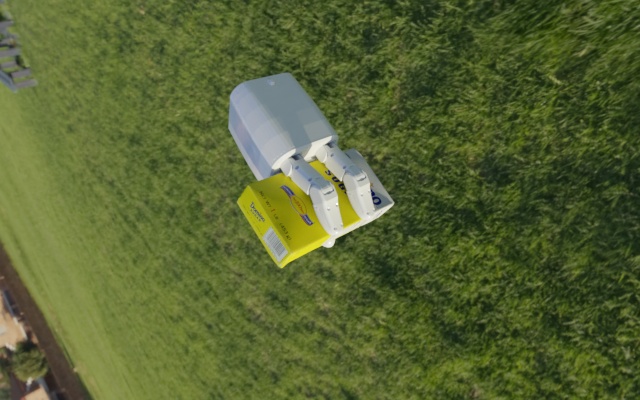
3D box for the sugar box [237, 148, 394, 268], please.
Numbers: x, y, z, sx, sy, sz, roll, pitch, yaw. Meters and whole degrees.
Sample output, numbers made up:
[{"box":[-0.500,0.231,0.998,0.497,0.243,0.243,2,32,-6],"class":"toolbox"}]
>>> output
[{"box":[0.000,0.002,0.568,0.176,0.093,0.048,-25,-14,-37],"class":"sugar box"}]
